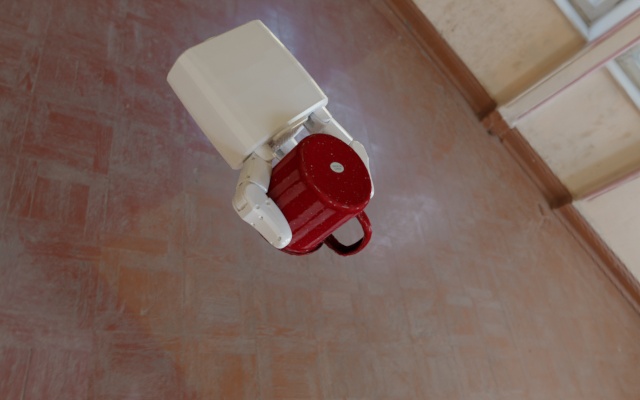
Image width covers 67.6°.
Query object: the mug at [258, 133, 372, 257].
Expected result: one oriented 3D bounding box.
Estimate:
[{"bbox_3d":[0.001,0.002,0.438,0.081,0.117,0.093,-39,1,42],"label":"mug"}]
